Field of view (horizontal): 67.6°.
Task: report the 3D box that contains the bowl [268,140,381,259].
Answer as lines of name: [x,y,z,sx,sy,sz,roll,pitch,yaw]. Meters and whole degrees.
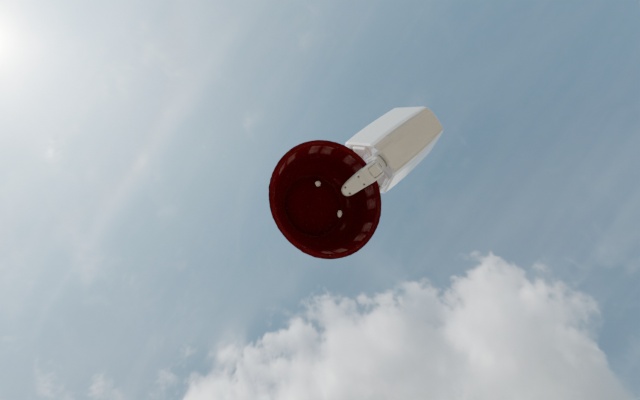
bowl: [-0.001,0.003,0.652,0.162,0.162,0.055,0,-12,-23]
